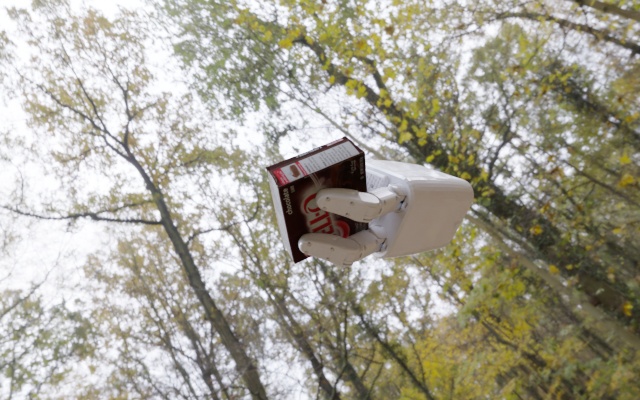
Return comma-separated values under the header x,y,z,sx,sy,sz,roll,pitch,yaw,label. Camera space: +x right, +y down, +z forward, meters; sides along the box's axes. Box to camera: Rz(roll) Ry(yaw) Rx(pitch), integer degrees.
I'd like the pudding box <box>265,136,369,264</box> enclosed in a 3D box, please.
x,y,z,sx,sy,sz,roll,pitch,yaw,label
0.000,0.001,0.477,0.090,0.114,0.039,-24,45,-15,pudding box
